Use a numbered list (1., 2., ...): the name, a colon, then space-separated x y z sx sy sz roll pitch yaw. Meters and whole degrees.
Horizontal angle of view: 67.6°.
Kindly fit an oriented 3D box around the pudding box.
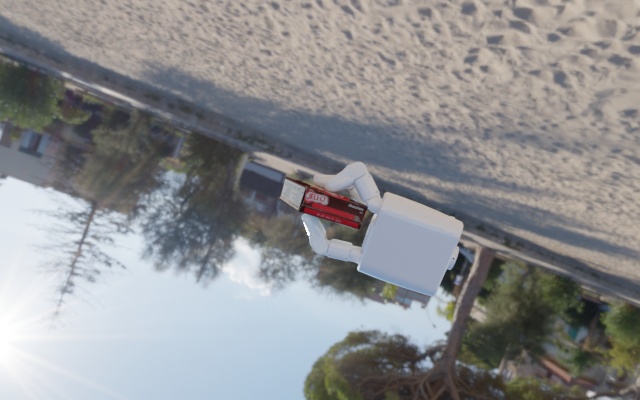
1. pudding box: 0.000 0.002 0.649 0.090 0.039 0.113 19 1 -21
